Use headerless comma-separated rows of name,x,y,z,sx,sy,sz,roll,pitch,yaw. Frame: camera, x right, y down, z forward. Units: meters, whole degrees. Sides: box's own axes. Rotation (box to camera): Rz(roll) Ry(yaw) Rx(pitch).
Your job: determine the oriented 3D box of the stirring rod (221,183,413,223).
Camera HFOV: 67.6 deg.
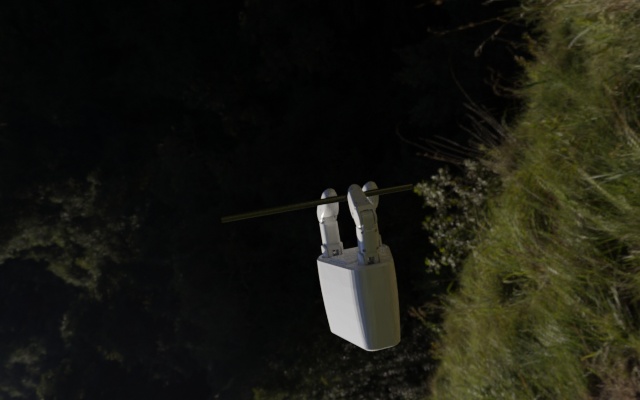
stirring rod,0.000,0.002,0.583,0.239,0.011,0.011,-10,2,-12
